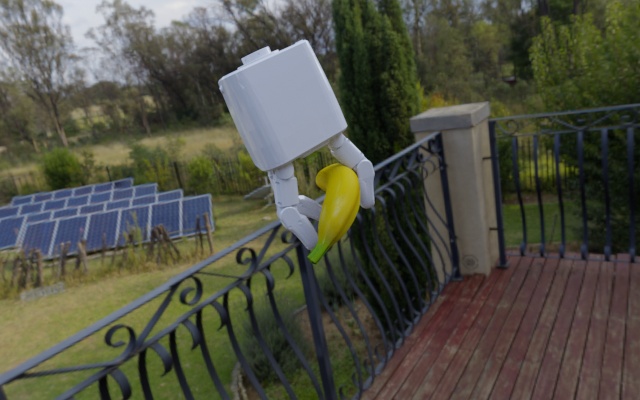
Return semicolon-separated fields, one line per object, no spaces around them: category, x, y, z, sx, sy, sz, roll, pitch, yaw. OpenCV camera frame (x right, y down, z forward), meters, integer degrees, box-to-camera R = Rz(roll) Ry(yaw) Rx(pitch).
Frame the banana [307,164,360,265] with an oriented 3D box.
banana;0.014;-0.007;0.536;0.069;0.037;0.197;-35;18;18
